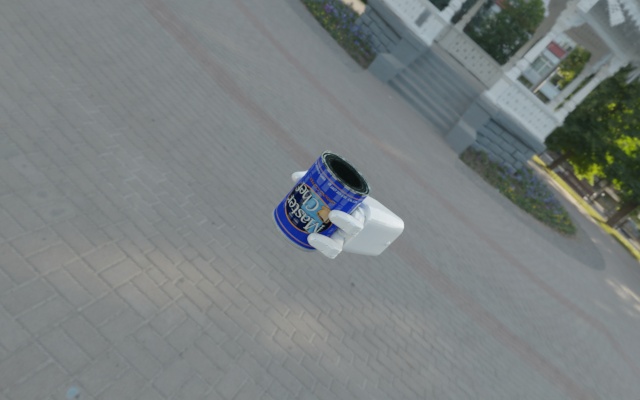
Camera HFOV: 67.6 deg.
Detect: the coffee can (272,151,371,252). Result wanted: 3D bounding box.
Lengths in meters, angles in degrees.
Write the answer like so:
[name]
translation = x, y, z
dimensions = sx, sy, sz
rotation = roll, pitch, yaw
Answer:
[coffee can]
translation = 0.000, 0.003, 0.795
dimensions = 0.140, 0.102, 0.103
rotation = -48, -24, 24
